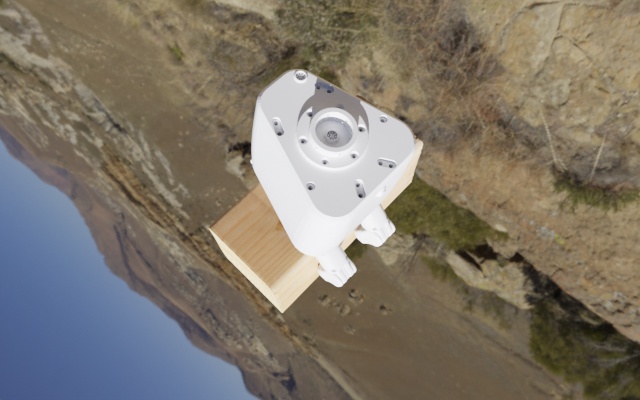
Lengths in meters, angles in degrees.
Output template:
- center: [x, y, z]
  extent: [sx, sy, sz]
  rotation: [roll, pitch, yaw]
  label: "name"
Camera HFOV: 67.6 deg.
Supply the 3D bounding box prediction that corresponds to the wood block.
- center: [0.000, 0.001, 0.492]
  extent: [0.091, 0.206, 0.090]
  rotation: [41, -18, 18]
  label: "wood block"
